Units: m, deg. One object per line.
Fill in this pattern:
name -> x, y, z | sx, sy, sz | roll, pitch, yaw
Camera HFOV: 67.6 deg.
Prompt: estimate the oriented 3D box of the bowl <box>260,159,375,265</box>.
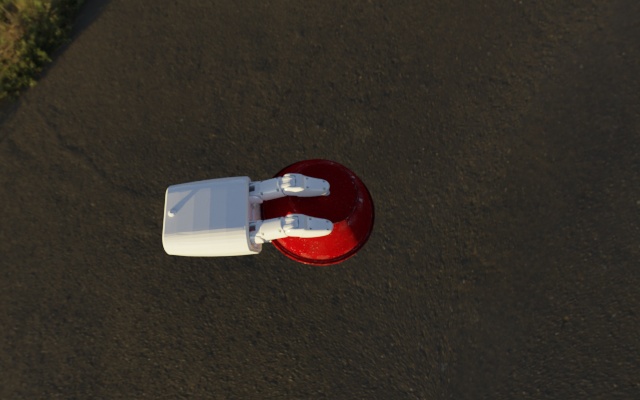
bowl -> 0.001, 0.002, 0.643 | 0.162, 0.162, 0.055 | 0, -26, -8
